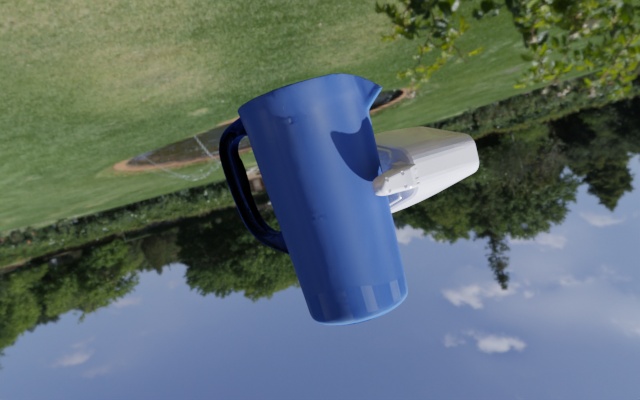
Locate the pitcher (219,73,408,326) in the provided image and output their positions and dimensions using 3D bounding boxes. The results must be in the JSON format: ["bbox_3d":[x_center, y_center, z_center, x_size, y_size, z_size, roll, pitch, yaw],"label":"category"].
[{"bbox_3d":[0.000,0.002,0.505,0.145,0.243,0.149,-18,4,-28],"label":"pitcher"}]
